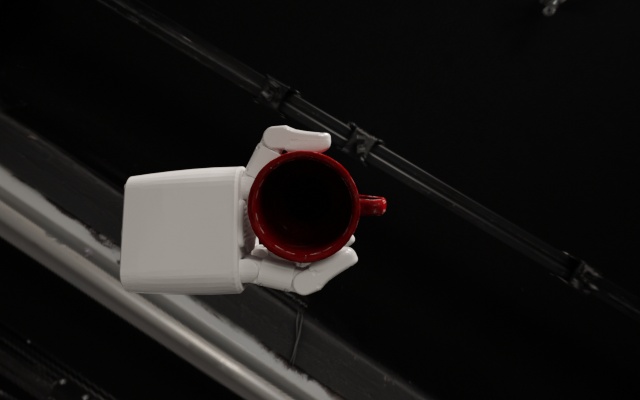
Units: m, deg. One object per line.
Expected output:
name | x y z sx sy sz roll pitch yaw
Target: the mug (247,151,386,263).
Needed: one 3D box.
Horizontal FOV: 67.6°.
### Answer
mug | 0.002 0.001 0.430 0.117 0.093 0.081 -1 6 3
